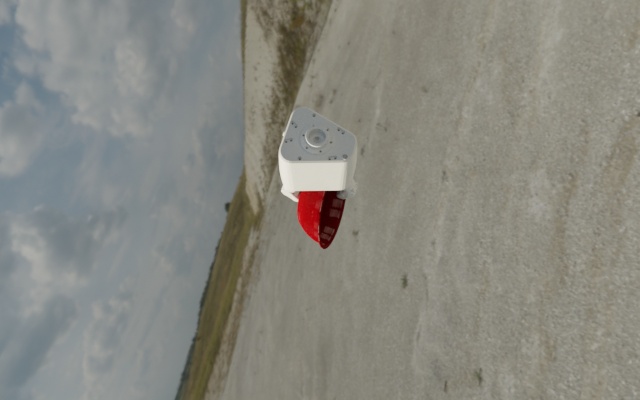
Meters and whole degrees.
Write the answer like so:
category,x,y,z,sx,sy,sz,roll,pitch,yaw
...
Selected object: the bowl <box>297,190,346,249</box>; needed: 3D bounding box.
category,x,y,z,sx,sy,sz,roll,pitch,yaw
bowl,0.000,0.004,0.856,0.055,0.162,0.162,11,3,16
